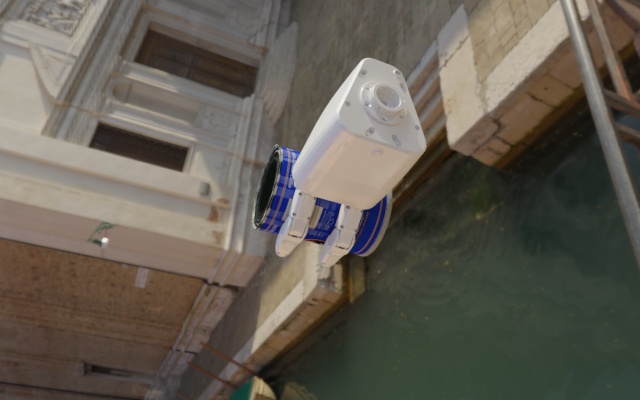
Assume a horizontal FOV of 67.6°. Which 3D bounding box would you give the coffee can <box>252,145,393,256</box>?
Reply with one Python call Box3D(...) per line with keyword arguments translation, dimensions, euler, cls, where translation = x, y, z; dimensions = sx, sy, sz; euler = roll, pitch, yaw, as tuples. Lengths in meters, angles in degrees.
Box3D(translation=(0.000, 0.002, 0.573), dimensions=(0.140, 0.103, 0.103), euler=(15, -5, -17), cls="coffee can")
